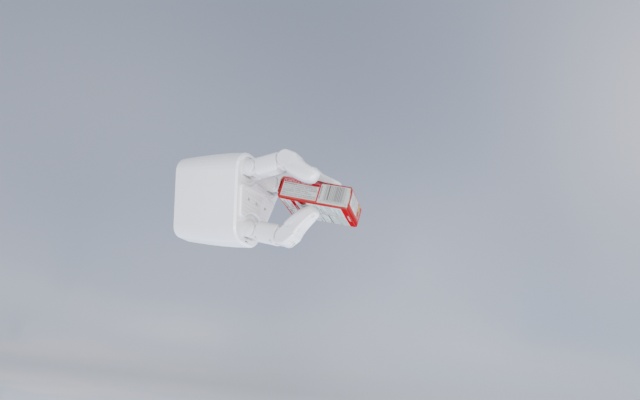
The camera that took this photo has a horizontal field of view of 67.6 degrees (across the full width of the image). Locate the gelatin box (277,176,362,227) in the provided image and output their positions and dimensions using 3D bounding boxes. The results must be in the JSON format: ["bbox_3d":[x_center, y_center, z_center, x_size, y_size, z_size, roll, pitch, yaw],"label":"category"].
[{"bbox_3d":[0.000,0.002,0.582,0.089,0.030,0.073,10,-18,17],"label":"gelatin box"}]
